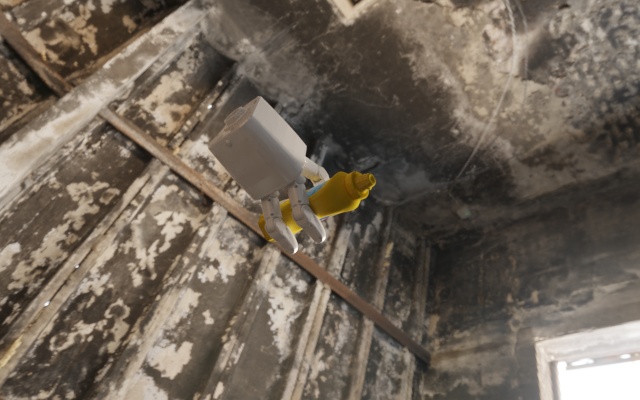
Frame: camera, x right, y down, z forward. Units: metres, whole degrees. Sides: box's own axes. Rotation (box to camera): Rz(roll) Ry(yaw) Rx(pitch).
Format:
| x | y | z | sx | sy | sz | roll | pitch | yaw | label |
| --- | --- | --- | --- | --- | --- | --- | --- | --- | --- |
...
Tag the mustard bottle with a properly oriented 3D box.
| x | y | z | sx | sy | sz | roll | pitch | yaw | label |
| --- | --- | --- | --- | --- | --- | --- | --- | --- | --- |
| 0.000 | 0.003 | 0.716 | 0.192 | 0.058 | 0.096 | -25 | 3 | 35 | mustard bottle |
